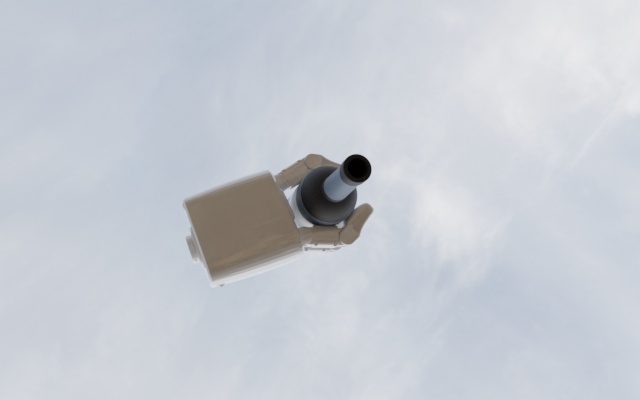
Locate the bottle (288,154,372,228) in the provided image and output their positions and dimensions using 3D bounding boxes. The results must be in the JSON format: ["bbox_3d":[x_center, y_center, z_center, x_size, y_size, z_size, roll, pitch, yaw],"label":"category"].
[{"bbox_3d":[0.000,0.002,0.570,0.069,0.069,0.296,0,-12,-13],"label":"bottle"}]
